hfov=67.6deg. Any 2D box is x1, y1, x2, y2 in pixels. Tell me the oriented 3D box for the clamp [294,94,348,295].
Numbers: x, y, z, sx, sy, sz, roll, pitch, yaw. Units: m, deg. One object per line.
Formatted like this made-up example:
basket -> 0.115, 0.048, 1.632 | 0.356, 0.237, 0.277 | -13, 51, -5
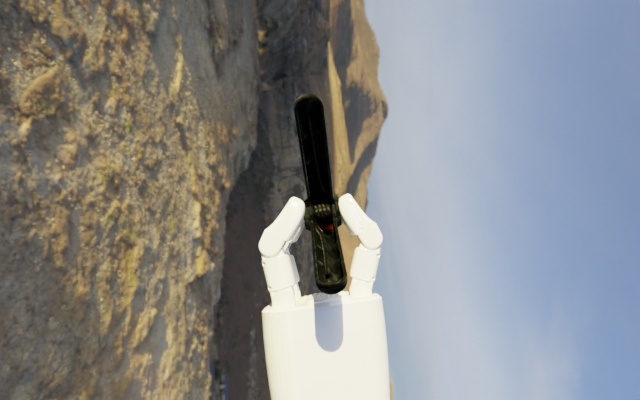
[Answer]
clamp -> 0.001, 0.002, 0.466 | 0.036, 0.164, 0.210 | -6, -7, 0
